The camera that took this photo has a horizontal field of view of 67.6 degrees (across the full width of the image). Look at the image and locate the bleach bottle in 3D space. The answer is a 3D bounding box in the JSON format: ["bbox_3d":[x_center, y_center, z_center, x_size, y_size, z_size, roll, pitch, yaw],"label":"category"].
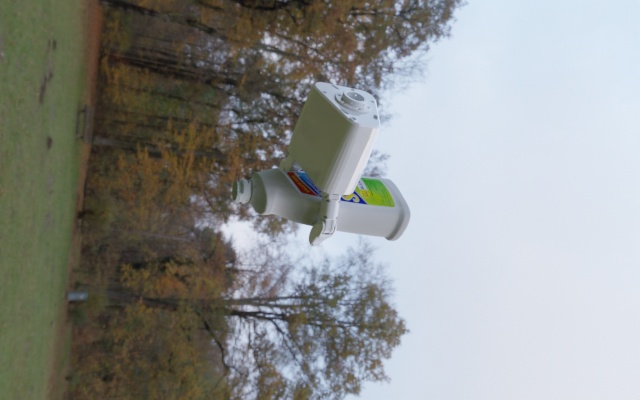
[{"bbox_3d":[0.000,0.002,0.689,0.251,0.068,0.102,5,40,-25],"label":"bleach bottle"}]
